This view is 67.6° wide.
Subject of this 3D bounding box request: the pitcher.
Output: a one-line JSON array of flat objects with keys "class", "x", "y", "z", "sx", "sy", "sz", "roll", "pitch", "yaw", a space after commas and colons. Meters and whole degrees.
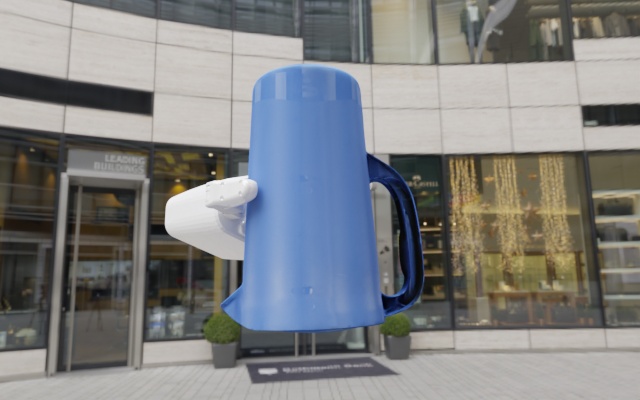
[{"class": "pitcher", "x": 0.000, "y": 0.002, "z": 0.460, "sx": 0.145, "sy": 0.242, "sz": 0.149, "roll": -10, "pitch": -13, "yaw": 41}]
